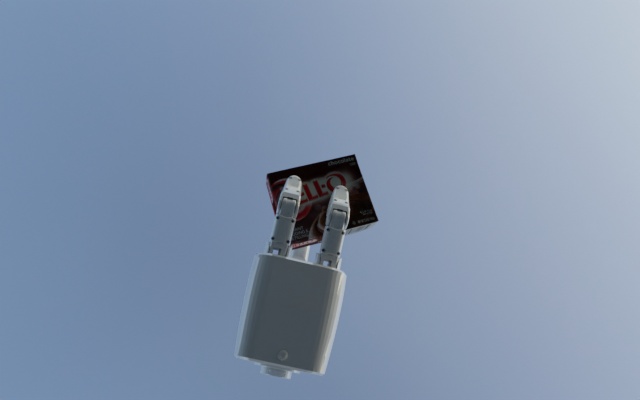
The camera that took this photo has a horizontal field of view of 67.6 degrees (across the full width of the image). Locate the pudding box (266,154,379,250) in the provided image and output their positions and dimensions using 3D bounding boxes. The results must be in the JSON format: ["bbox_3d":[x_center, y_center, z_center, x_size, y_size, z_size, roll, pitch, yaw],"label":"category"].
[{"bbox_3d":[0.000,0.002,0.565,0.113,0.090,0.039,-13,-17,-14],"label":"pudding box"}]
